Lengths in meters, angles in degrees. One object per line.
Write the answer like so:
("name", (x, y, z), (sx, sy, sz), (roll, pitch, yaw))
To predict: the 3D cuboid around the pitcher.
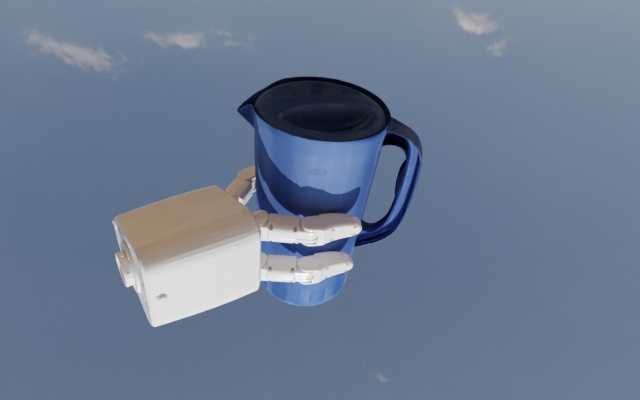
("pitcher", (0.000, 0.002, 0.522), (0.145, 0.243, 0.149), (-19, 45, -30))
